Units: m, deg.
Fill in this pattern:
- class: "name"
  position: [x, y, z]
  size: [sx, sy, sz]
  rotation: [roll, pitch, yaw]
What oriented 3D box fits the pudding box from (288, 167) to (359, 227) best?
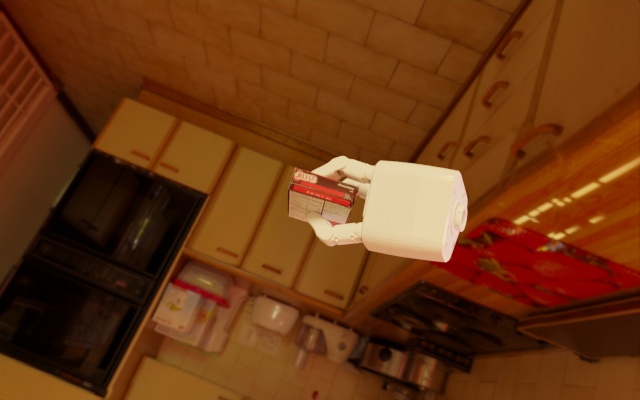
- class: "pudding box"
  position: [0.000, 0.002, 0.674]
  size: [0.090, 0.039, 0.113]
  rotation: [18, -23, 2]
